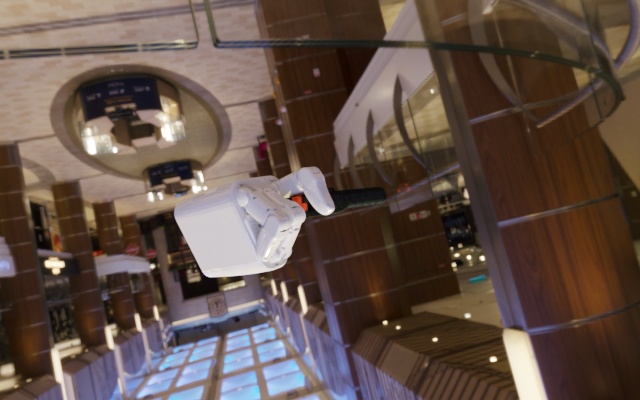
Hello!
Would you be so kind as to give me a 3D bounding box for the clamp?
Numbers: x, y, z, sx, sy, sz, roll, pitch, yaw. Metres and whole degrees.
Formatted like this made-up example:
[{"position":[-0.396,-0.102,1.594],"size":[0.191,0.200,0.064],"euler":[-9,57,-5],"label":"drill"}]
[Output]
[{"position":[0.000,0.003,0.633],"size":[0.120,0.039,0.171],"euler":[-10,-3,34],"label":"clamp"}]
